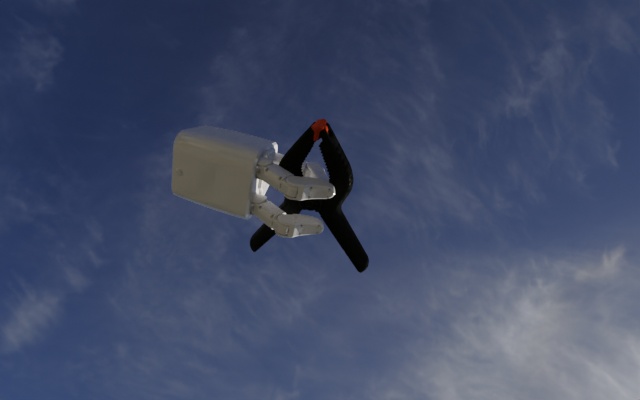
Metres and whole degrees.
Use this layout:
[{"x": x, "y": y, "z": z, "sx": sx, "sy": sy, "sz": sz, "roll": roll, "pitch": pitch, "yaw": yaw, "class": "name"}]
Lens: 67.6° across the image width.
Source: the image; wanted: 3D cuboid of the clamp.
[{"x": 0.000, "y": 0.001, "z": 0.606, "sx": 0.164, "sy": 0.210, "sz": 0.036, "roll": 15, "pitch": 32, "yaw": 3, "class": "clamp"}]
